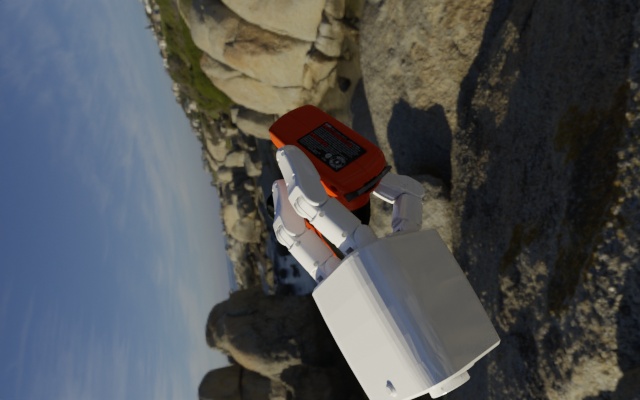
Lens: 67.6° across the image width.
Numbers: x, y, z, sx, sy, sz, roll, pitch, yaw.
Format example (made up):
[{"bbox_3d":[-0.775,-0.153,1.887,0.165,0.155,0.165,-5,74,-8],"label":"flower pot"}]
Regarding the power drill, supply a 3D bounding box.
[{"bbox_3d":[0.000,0.001,0.471,0.057,0.188,0.184,-38,57,-23],"label":"power drill"}]
